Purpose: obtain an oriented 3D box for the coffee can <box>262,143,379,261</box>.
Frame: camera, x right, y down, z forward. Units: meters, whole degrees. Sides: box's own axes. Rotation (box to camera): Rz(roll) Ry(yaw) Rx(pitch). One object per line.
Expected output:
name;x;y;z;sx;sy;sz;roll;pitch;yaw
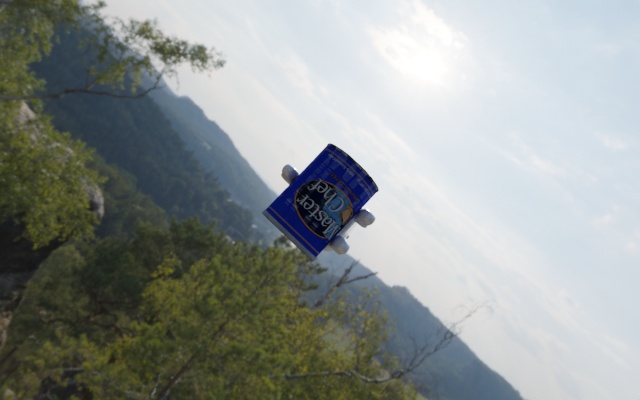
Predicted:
coffee can;0.000;0.002;0.693;0.103;0.140;0.103;43;-5;5
